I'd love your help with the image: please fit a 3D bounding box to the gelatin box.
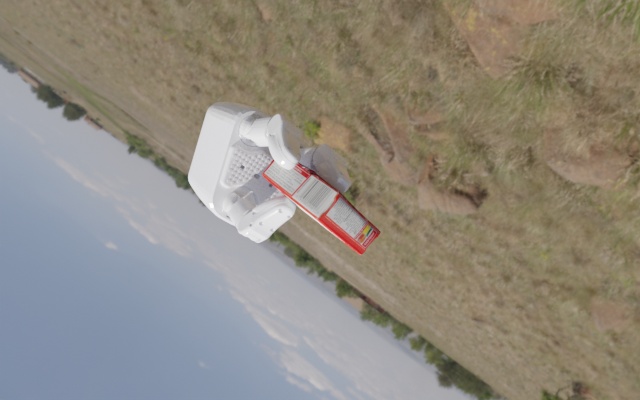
[{"bbox_3d":[0.000,0.002,0.410,0.089,0.030,0.073,37,-4,44],"label":"gelatin box"}]
